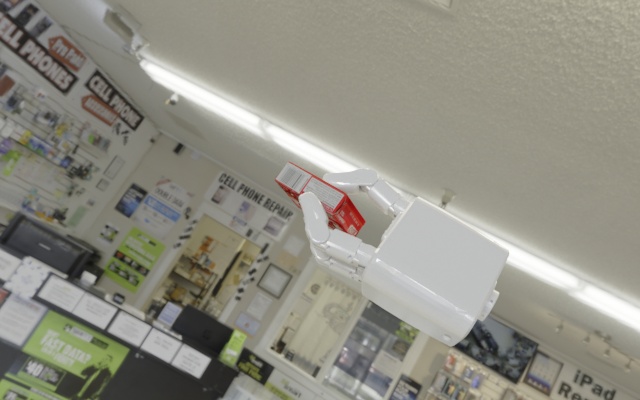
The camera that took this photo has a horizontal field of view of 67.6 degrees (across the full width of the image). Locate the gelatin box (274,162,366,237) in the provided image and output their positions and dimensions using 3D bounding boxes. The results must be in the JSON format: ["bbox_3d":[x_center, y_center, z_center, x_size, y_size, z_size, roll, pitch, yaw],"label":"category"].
[{"bbox_3d":[0.000,0.001,0.531,0.089,0.030,0.073,31,-11,30],"label":"gelatin box"}]
